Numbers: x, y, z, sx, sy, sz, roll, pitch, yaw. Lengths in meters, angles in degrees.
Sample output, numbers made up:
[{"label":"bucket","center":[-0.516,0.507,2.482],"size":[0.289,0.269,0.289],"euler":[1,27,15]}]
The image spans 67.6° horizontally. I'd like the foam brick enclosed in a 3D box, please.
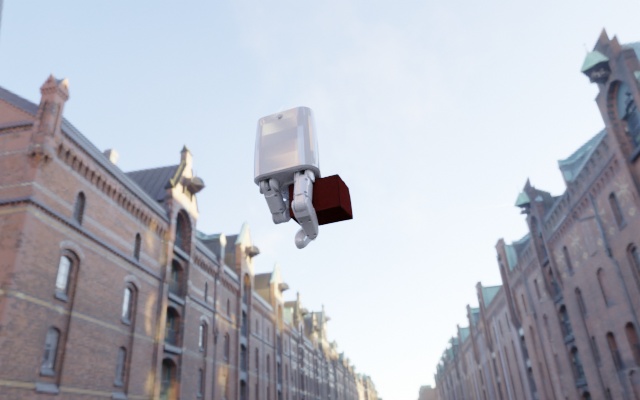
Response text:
[{"label":"foam brick","center":[0.000,0.002,0.673],"size":[0.078,0.051,0.053],"euler":[-12,-28,18]}]
